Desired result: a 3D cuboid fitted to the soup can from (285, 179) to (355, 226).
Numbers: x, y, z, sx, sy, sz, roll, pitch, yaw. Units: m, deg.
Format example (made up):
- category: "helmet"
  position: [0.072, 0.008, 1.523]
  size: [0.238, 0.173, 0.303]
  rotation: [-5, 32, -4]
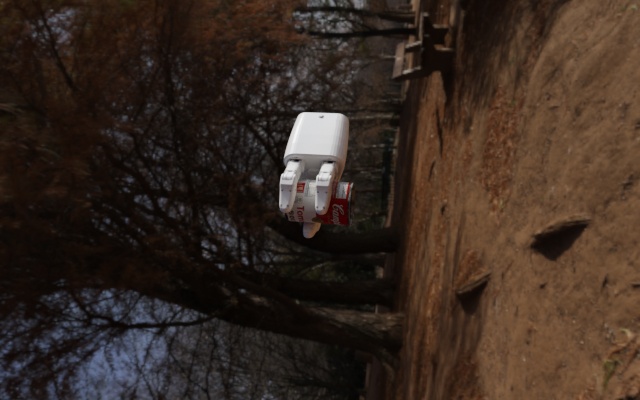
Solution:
- category: "soup can"
  position: [0.000, 0.003, 0.751]
  size: [0.102, 0.068, 0.068]
  rotation: [4, 1, 10]
